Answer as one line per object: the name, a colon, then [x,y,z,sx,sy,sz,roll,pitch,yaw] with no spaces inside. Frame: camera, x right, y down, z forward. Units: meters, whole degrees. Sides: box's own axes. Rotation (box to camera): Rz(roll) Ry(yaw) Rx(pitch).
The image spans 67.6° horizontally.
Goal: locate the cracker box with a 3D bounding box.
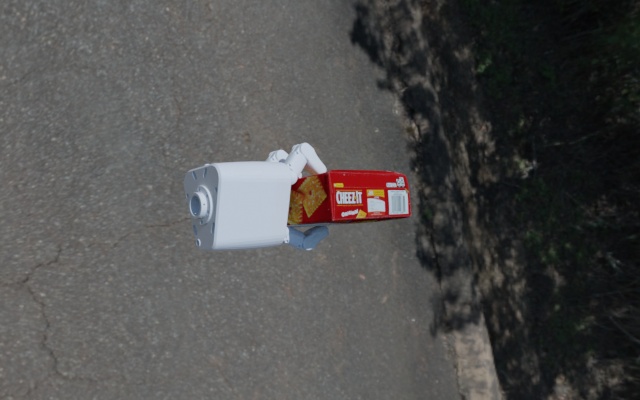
cracker box: [0.000,0.003,0.716,0.164,0.072,0.214,-1,-4,-43]
